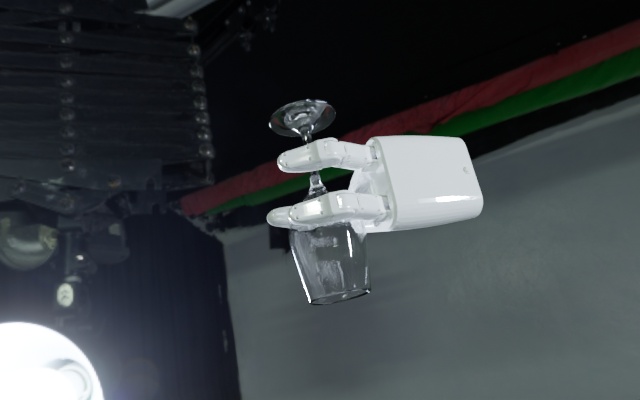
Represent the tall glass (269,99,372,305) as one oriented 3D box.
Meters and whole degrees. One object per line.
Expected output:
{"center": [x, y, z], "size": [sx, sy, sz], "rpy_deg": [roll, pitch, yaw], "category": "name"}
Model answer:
{"center": [0.000, 0.001, 0.492], "size": [0.079, 0.201, 0.079], "rpy_deg": [-10, -19, -4], "category": "tall glass"}
